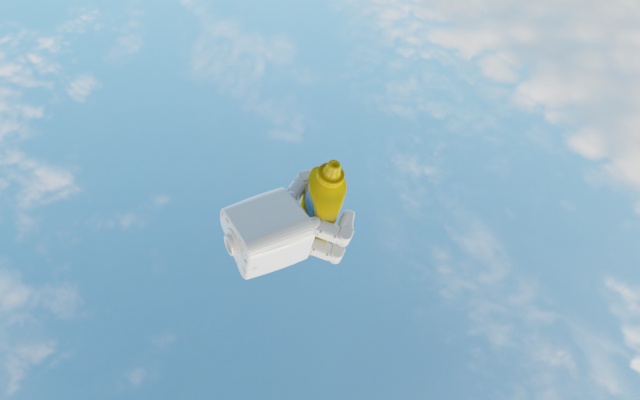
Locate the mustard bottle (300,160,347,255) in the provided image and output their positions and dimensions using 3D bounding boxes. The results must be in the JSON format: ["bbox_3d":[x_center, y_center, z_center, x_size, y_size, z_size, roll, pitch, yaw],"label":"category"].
[{"bbox_3d":[0.000,0.003,0.752,0.058,0.096,0.192,3,-35,-12],"label":"mustard bottle"}]
